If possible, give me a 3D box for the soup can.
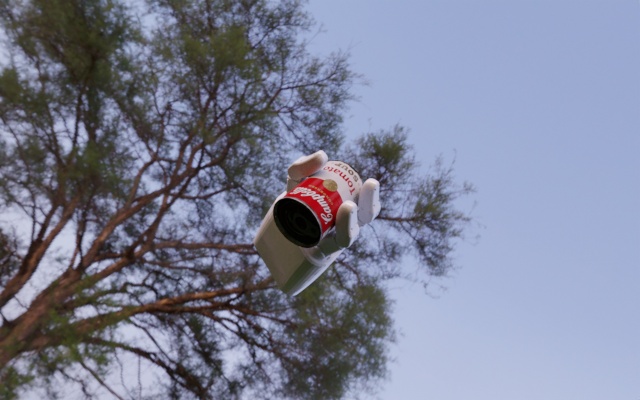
[{"bbox_3d":[0.000,0.001,0.580,0.068,0.068,0.102,0,29,39],"label":"soup can"}]
